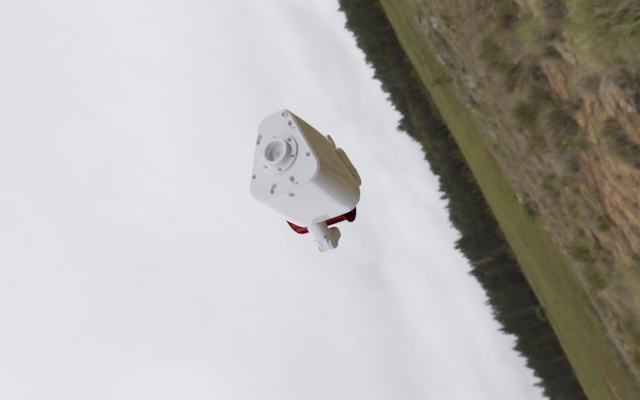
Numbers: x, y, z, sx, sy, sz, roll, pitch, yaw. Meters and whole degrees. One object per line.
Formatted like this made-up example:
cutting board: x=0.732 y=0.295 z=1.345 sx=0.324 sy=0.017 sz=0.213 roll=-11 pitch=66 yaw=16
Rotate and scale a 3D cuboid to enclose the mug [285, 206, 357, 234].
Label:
mug: x=0.001 y=0.003 z=0.683 sx=0.081 sy=0.093 sz=0.117 roll=-20 pitch=-26 yaw=21
